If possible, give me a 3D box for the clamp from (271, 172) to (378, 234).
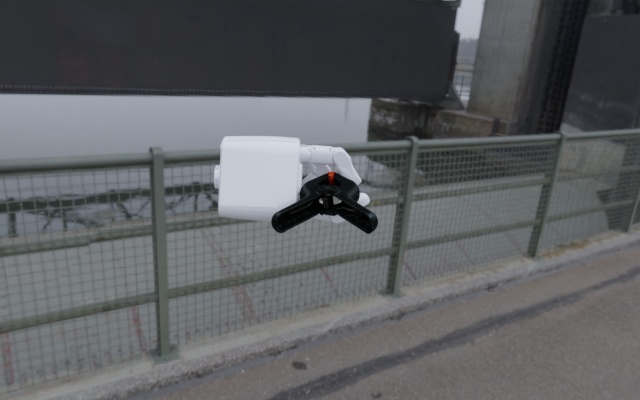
[{"bbox_3d":[0.000,0.001,0.603,0.120,0.039,0.171,3,18,-5],"label":"clamp"}]
